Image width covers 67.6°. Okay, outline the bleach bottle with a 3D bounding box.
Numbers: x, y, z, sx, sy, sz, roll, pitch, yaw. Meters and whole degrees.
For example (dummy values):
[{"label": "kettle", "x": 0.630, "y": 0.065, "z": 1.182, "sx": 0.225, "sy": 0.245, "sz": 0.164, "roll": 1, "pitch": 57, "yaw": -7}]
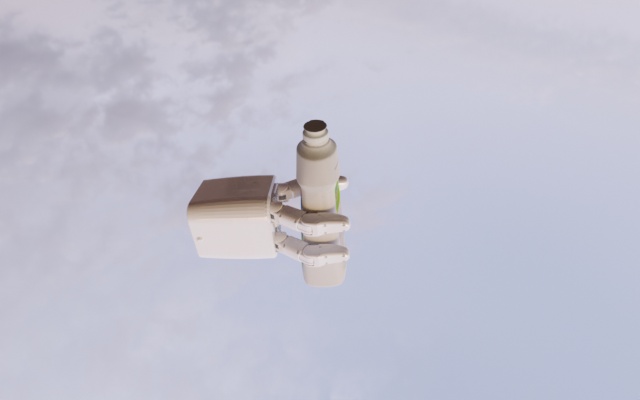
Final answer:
[{"label": "bleach bottle", "x": 0.000, "y": 0.002, "z": 0.644, "sx": 0.068, "sy": 0.251, "sz": 0.102, "roll": -2, "pitch": 41, "yaw": 2}]
